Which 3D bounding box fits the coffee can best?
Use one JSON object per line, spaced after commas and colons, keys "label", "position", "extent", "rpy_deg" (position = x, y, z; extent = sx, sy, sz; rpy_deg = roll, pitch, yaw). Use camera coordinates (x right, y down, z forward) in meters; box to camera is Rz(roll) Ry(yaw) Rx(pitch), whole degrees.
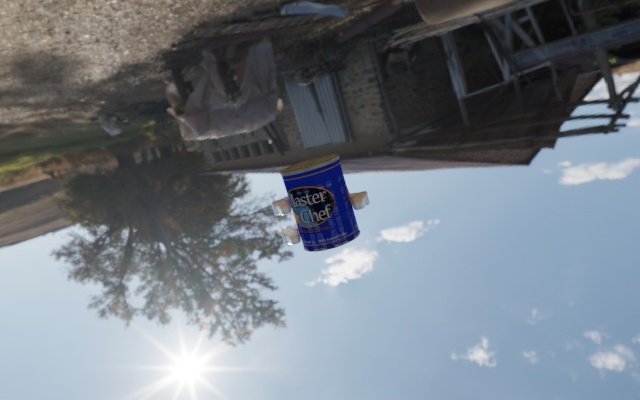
{"label": "coffee can", "position": [0.000, 0.003, 0.811], "extent": [0.103, 0.140, 0.103], "rpy_deg": [-16, 11, 3]}
